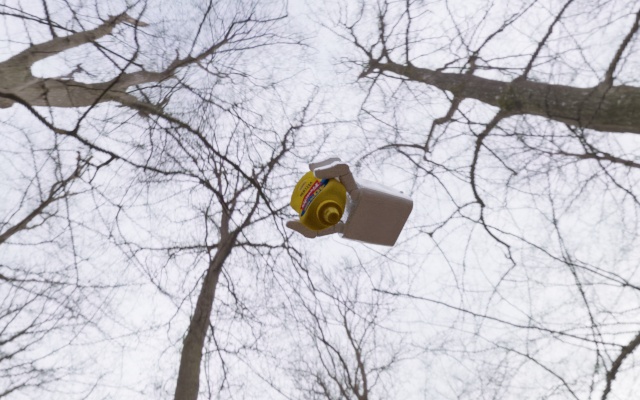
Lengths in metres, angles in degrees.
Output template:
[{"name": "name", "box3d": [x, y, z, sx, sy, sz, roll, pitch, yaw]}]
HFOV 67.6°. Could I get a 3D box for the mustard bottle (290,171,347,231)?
[{"name": "mustard bottle", "box3d": [0.000, 0.002, 0.826, 0.058, 0.096, 0.191, 38, 4, -20]}]
